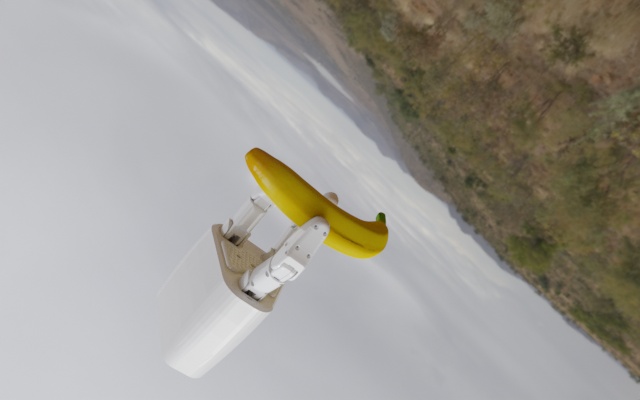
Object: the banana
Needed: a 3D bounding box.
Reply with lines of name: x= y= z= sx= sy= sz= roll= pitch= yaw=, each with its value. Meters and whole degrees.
banana: x=0.009 y=0.015 z=0.446 sx=0.198 sy=0.037 sz=0.069 roll=28 pitch=24 yaw=-44
